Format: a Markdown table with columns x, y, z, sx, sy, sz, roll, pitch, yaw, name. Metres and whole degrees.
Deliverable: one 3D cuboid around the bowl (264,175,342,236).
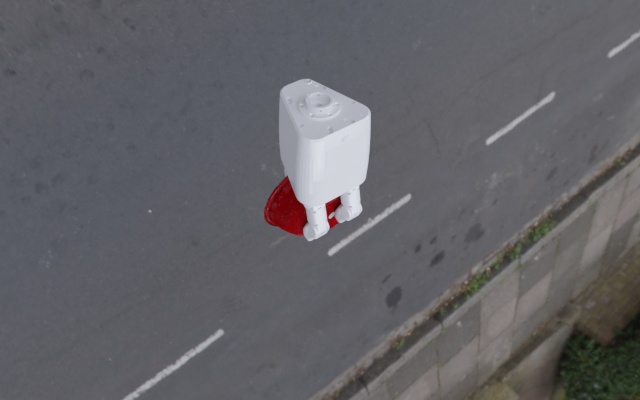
| x | y | z | sx | sy | sz | roll | pitch | yaw | name |
| --- | --- | --- | --- | --- | --- | --- | --- | --- | --- |
| 0.000 | 0.003 | 0.695 | 0.162 | 0.055 | 0.162 | -31 | -24 | -15 | bowl |
